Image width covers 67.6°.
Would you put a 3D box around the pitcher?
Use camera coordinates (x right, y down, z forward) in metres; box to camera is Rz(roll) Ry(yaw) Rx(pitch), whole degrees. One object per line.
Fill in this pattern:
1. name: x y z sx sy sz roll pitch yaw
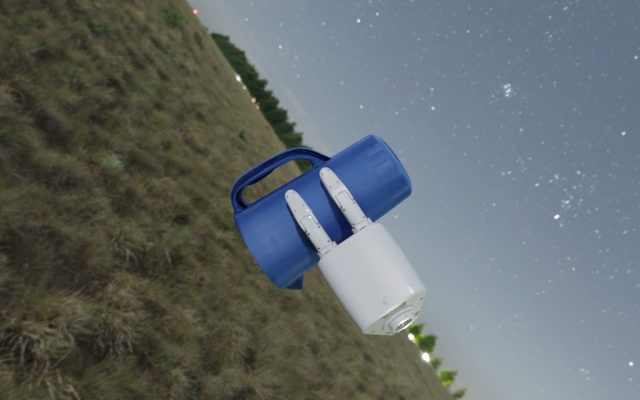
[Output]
1. pitcher: 0.000 0.002 0.691 0.243 0.145 0.149 -34 -34 0
